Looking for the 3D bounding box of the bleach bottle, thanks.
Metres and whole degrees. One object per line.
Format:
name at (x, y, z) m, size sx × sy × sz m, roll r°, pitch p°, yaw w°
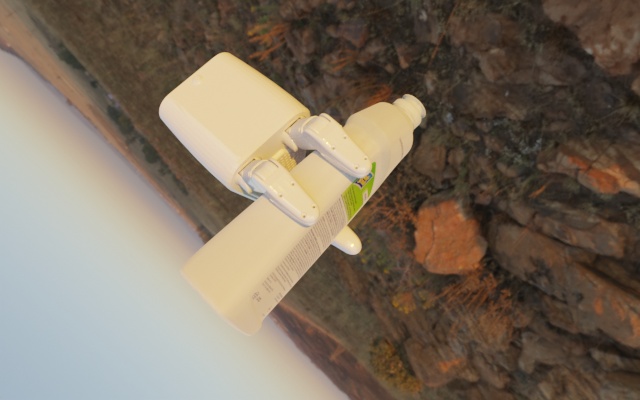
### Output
bleach bottle at (0.000, 0.001, 0.421) m, size 0.068 × 0.251 × 0.103 m, roll 41°, pitch -14°, yaw 20°
